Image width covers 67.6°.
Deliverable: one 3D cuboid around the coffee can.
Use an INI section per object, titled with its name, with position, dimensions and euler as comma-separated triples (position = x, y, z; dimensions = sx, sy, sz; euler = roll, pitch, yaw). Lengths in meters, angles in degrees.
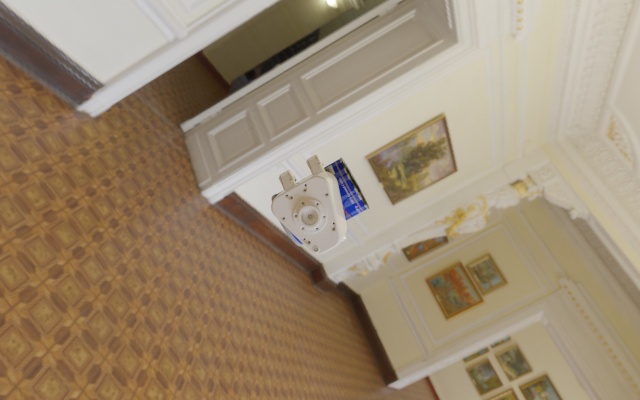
[coffee can]
position = 0.000, 0.003, 0.838
dimensions = 0.140, 0.103, 0.103
euler = -29, -4, 8
